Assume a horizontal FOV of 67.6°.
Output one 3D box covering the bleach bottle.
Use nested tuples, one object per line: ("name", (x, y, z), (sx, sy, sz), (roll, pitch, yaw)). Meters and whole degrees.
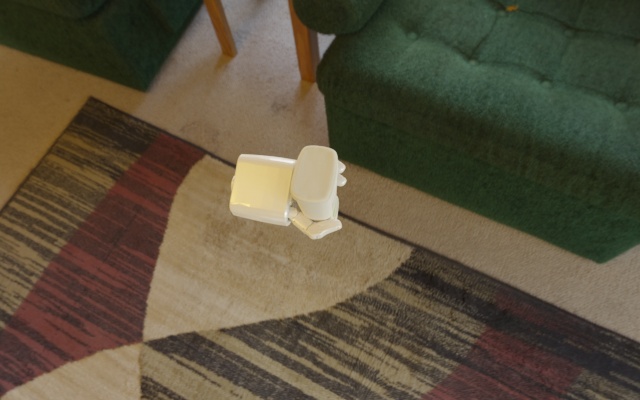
("bleach bottle", (0.000, 0.003, 0.855), (0.068, 0.102, 0.251), (9, -22, 8))
